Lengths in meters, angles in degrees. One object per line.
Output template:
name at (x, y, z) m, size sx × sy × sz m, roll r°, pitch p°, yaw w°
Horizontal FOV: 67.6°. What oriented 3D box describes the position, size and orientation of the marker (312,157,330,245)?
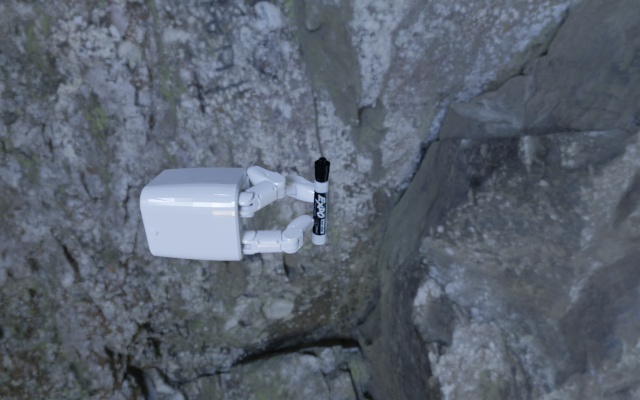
marker at (0.000, 0.002, 0.583) m, size 0.020 × 0.121 × 0.020 m, roll 2°, pitch 34°, yaw -1°
